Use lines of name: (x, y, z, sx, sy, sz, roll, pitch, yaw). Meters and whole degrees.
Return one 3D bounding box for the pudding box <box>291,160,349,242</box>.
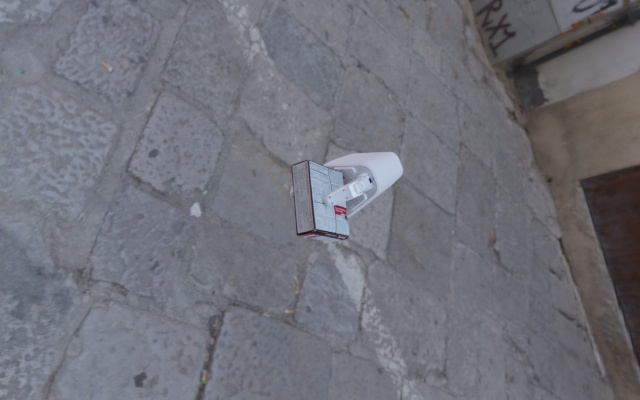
pudding box: (0.000, 0.002, 0.727, 0.039, 0.113, 0.090, -20, -22, 35)
